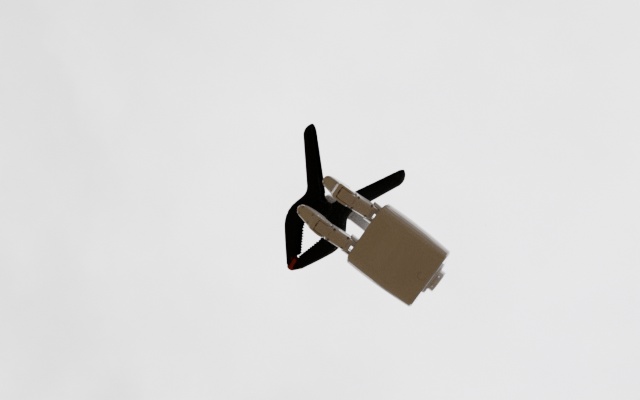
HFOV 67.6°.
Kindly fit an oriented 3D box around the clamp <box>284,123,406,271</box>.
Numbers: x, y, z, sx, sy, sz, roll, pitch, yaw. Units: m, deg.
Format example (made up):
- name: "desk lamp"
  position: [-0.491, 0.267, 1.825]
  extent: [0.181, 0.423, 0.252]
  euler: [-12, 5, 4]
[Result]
- name: "clamp"
  position: [0.000, 0.003, 0.692]
  extent: [0.164, 0.210, 0.036]
  euler: [37, 9, 19]
